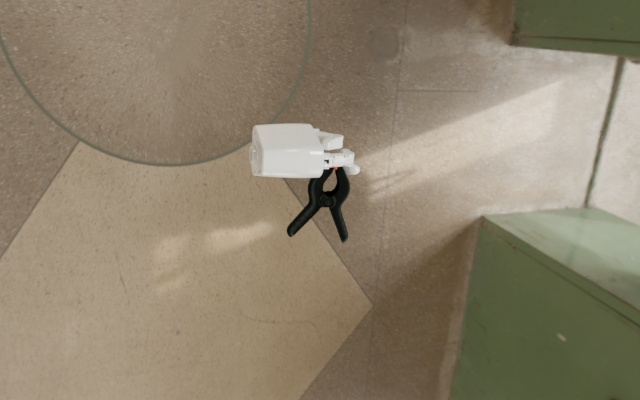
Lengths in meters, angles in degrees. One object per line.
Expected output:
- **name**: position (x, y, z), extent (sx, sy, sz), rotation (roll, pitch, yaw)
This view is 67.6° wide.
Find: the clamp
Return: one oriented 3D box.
- **clamp**: position (0.000, 0.003, 0.888), extent (0.120, 0.171, 0.039), rotation (-3, 21, -18)
